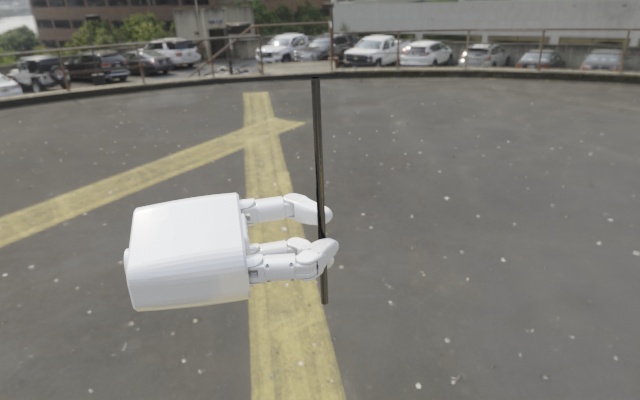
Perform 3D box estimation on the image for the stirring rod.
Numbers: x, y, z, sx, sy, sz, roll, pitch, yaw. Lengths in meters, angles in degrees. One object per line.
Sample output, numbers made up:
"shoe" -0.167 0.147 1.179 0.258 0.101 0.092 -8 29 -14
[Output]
"stirring rod" 0.000 0.002 0.470 0.011 0.240 0.011 -2 24 1
